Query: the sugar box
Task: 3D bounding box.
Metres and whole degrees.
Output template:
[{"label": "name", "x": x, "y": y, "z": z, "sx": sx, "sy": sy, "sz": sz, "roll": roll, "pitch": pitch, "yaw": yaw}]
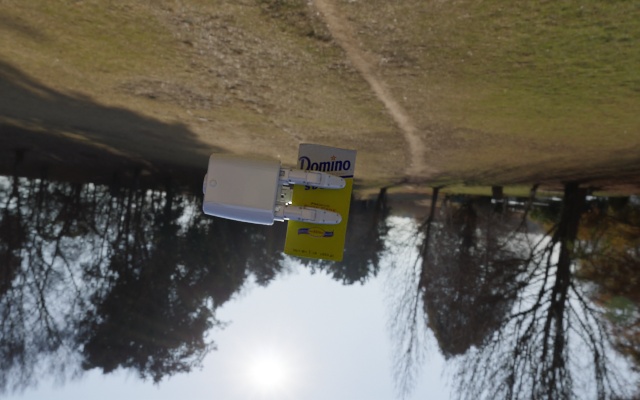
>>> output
[{"label": "sugar box", "x": 0.000, "y": 0.003, "z": 0.753, "sx": 0.093, "sy": 0.176, "sz": 0.048, "roll": 7, "pitch": -1, "yaw": -2}]
